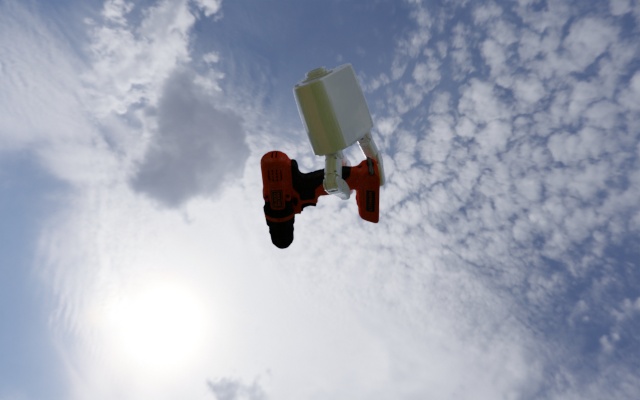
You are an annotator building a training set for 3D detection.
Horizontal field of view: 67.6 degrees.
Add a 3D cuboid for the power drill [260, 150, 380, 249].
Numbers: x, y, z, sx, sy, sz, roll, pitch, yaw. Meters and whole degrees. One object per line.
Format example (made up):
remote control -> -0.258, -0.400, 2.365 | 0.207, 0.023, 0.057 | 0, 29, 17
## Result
power drill -> 0.001, 0.002, 0.770 | 0.187, 0.185, 0.057 | -3, 38, -1
